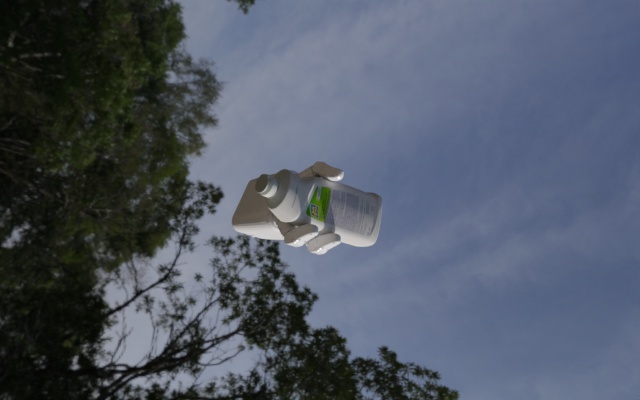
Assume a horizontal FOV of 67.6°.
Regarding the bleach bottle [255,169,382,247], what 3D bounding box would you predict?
[{"bbox_3d":[0.000,0.003,0.773,0.068,0.102,0.251,-6,-20,43],"label":"bleach bottle"}]
